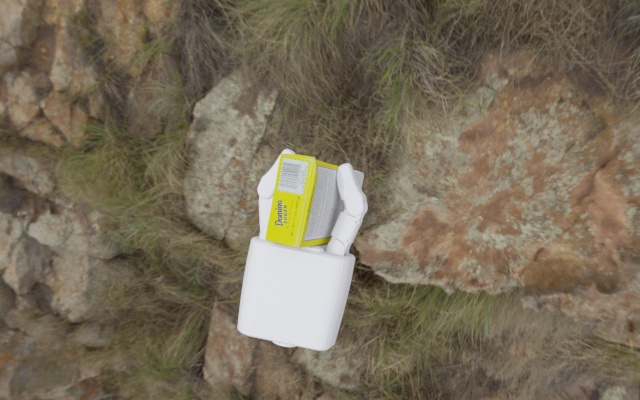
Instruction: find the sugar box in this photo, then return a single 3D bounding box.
[{"bbox_3d":[0.000,0.002,0.558,0.048,0.093,0.176,12,2,18],"label":"sugar box"}]
